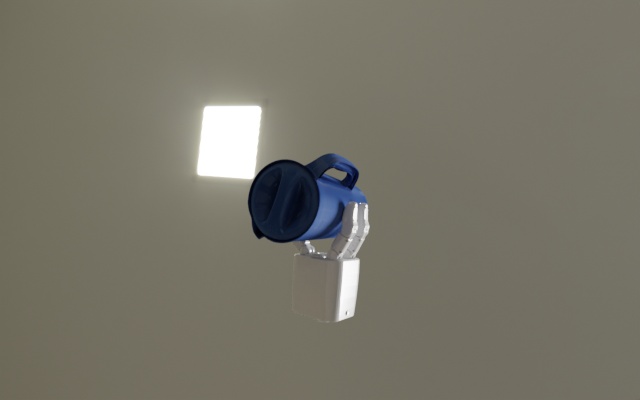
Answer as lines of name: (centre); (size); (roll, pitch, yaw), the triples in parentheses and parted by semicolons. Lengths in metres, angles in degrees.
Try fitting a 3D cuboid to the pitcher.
pitcher: (0.000, 0.003, 0.847); (0.149, 0.145, 0.243); (0, -4, 28)
